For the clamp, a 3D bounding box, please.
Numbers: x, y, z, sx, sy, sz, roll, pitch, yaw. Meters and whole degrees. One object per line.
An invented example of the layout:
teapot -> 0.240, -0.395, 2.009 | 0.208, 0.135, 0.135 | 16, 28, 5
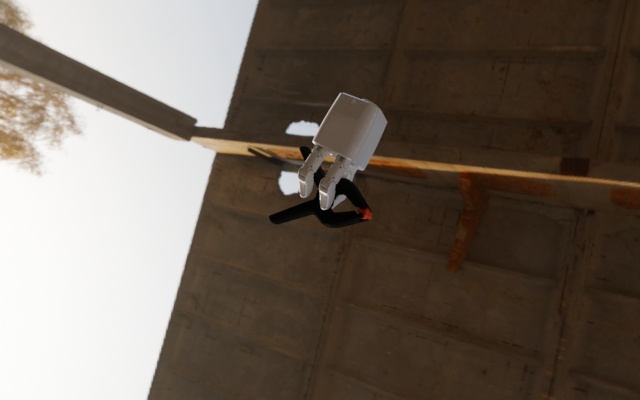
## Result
clamp -> 0.001, 0.003, 0.893 | 0.210, 0.164, 0.036 | 29, 2, 35
